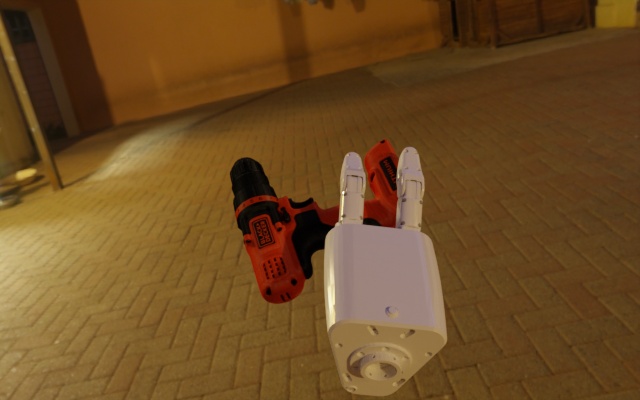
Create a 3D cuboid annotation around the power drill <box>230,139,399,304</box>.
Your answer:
[{"bbox_3d":[0.001,0.002,0.520,0.187,0.184,0.057,-21,-32,-1],"label":"power drill"}]
